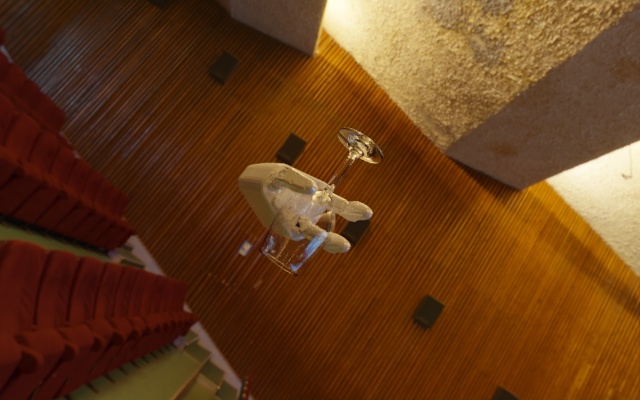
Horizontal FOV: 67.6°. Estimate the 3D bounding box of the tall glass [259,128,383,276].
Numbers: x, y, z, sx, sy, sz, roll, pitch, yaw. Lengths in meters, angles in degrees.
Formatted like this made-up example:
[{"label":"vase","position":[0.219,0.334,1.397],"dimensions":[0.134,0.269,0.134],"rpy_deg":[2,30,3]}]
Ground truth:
[{"label":"tall glass","position":[0.001,0.002,0.642],"dimensions":[0.079,0.201,0.079],"rpy_deg":[33,-14,10]}]
